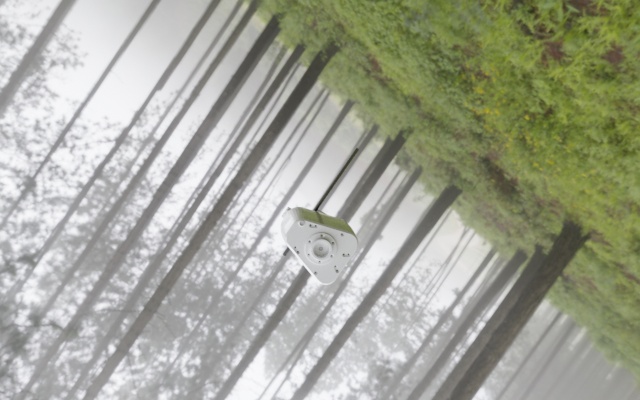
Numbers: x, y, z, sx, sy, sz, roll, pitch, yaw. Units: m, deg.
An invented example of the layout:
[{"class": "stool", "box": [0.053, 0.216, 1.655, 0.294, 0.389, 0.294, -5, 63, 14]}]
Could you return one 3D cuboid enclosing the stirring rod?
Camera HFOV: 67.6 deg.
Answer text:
[{"class": "stirring rod", "box": [0.000, 0.003, 0.886, 0.011, 0.239, 0.011, 34, 2, -2]}]
